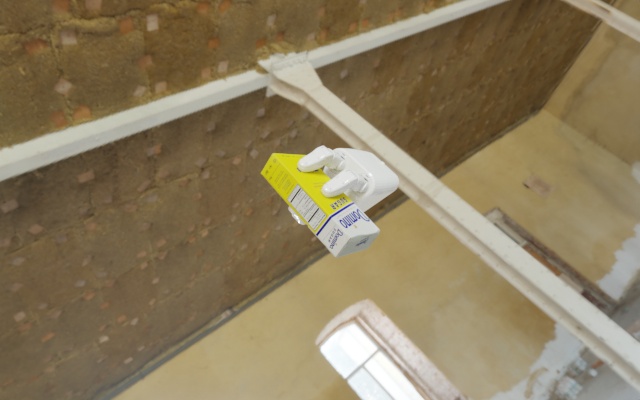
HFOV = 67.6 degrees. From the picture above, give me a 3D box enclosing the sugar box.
[{"bbox_3d":[0.000,0.002,0.700,0.176,0.048,0.093,44,25,23],"label":"sugar box"}]
